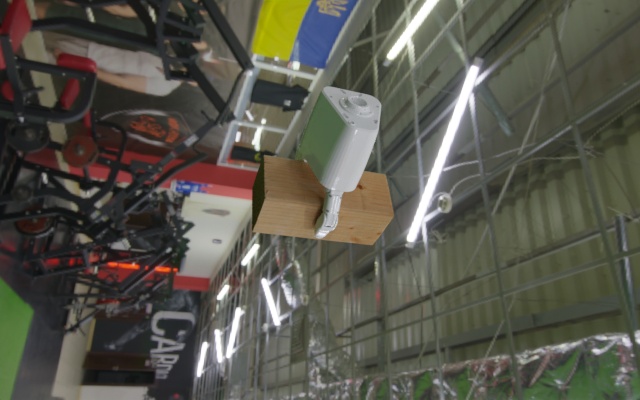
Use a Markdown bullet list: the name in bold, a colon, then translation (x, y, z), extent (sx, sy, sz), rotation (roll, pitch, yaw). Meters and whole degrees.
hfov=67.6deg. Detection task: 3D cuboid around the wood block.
- **wood block**: translation (0.000, 0.003, 0.765), extent (0.206, 0.090, 0.090), rotation (8, -39, -17)
